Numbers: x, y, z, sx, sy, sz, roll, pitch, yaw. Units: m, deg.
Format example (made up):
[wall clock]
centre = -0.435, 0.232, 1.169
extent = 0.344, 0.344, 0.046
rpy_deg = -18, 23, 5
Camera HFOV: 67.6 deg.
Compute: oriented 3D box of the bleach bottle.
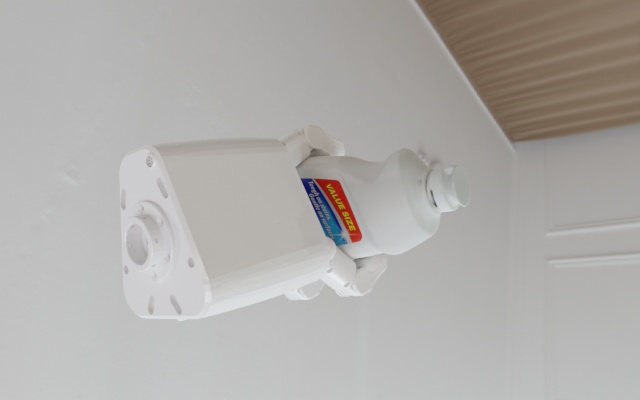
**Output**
[bleach bottle]
centre = 0.000, 0.001, 0.404
extent = 0.251, 0.102, 0.068
rpy_deg = -12, -2, 39
